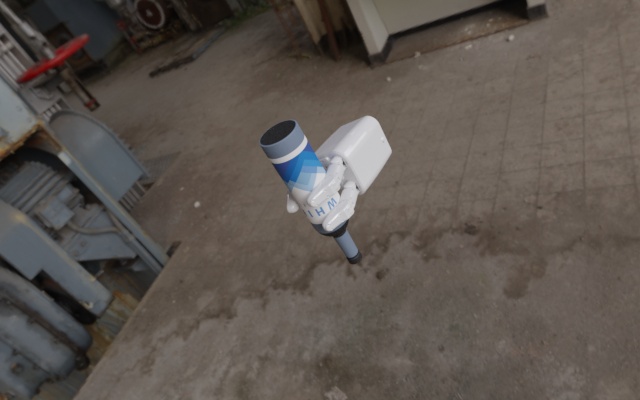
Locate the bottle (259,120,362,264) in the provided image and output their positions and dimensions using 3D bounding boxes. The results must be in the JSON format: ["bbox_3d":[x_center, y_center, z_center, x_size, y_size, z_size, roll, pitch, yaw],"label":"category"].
[{"bbox_3d":[0.000,0.003,0.803,0.069,0.296,0.069,-21,34,15],"label":"bottle"}]
